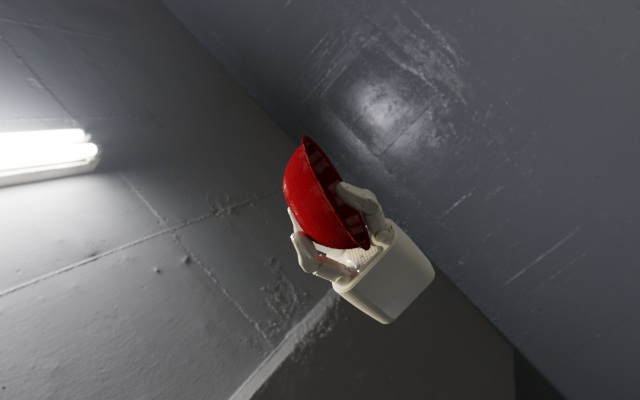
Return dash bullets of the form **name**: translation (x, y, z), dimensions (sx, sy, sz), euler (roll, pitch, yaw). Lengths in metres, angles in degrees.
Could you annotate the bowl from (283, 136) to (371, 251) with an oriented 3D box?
- **bowl**: translation (-0.001, 0.001, 0.596), dimensions (0.055, 0.162, 0.162), euler (-29, -6, 12)
